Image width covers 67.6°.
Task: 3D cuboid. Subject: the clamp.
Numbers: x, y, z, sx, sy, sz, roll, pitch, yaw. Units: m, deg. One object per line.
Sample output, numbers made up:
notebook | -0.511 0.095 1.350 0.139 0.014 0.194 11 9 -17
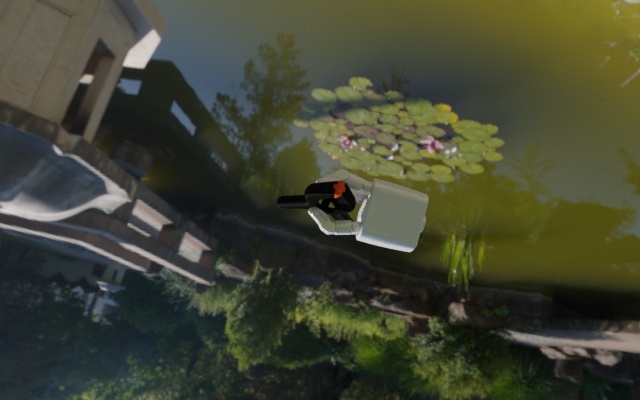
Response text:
clamp | 0.000 0.004 0.888 0.164 0.036 0.210 16 -18 -2
